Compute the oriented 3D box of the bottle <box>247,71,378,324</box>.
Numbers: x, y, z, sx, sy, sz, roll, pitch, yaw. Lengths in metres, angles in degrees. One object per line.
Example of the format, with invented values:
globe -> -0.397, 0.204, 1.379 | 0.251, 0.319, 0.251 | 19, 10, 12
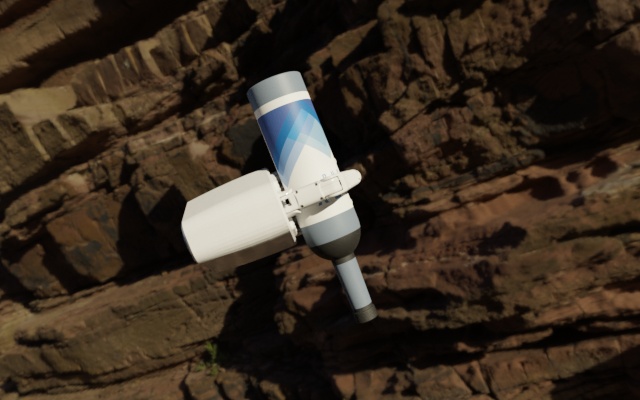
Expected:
bottle -> 0.000, 0.002, 0.555 | 0.069, 0.296, 0.069 | -22, 2, 1
